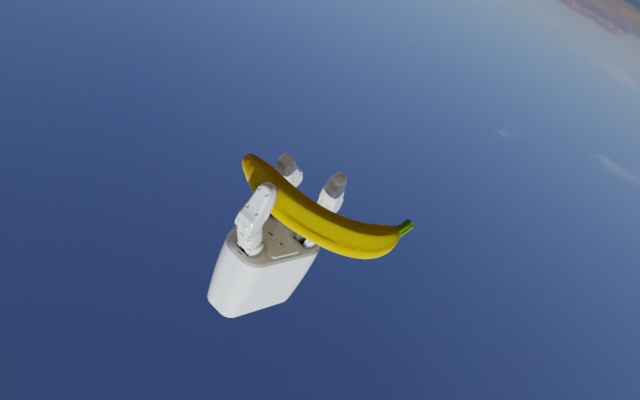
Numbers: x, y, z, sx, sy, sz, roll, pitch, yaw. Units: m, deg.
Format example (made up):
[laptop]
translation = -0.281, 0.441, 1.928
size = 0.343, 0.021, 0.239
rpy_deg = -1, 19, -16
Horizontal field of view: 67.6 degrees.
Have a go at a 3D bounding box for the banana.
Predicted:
[banana]
translation = -0.001, 0.014, 0.498
size = 0.198, 0.037, 0.069
rpy_deg = 24, 39, -2
